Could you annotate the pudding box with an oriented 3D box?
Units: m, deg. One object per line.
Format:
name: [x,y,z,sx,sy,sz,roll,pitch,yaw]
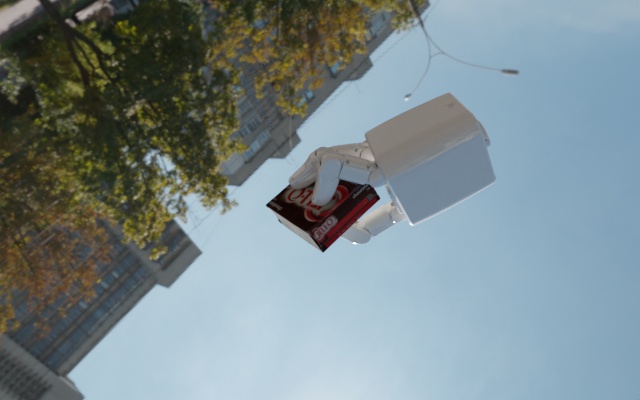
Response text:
pudding box: [0.000,0.002,0.546,0.090,0.039,0.113,-42,29,-14]
